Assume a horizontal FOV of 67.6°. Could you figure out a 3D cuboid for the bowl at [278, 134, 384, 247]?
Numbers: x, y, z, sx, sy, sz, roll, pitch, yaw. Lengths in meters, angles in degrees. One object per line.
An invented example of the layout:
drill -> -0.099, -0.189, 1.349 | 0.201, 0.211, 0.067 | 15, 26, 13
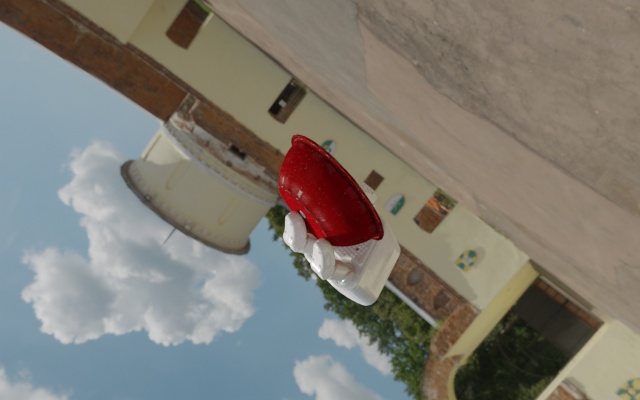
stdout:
bowl -> -0.001, 0.001, 0.565 | 0.055, 0.162, 0.162 | -40, 10, -12
